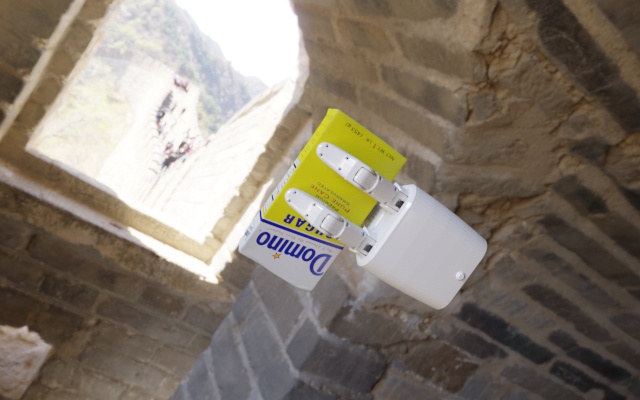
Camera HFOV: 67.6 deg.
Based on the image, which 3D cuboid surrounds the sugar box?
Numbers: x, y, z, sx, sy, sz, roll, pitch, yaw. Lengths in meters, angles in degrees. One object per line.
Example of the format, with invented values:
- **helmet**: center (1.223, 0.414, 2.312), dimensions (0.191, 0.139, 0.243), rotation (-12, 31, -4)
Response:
- **sugar box**: center (0.000, 0.002, 0.501), dimensions (0.093, 0.176, 0.048), rotation (33, 5, -15)
